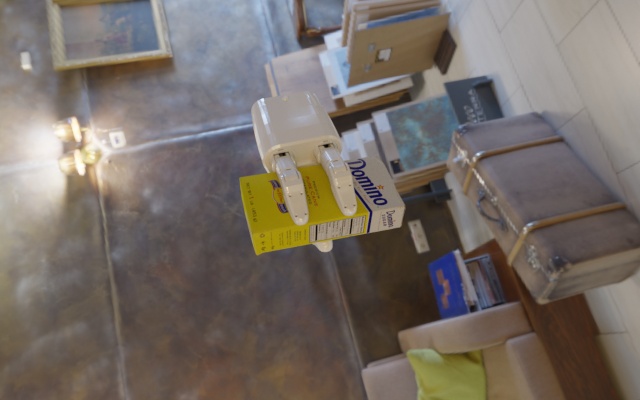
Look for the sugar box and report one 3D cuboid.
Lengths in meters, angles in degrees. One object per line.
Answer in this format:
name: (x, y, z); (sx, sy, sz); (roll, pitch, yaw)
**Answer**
sugar box: (0.000, 0.001, 0.561); (0.176, 0.093, 0.048); (-12, -41, -10)
